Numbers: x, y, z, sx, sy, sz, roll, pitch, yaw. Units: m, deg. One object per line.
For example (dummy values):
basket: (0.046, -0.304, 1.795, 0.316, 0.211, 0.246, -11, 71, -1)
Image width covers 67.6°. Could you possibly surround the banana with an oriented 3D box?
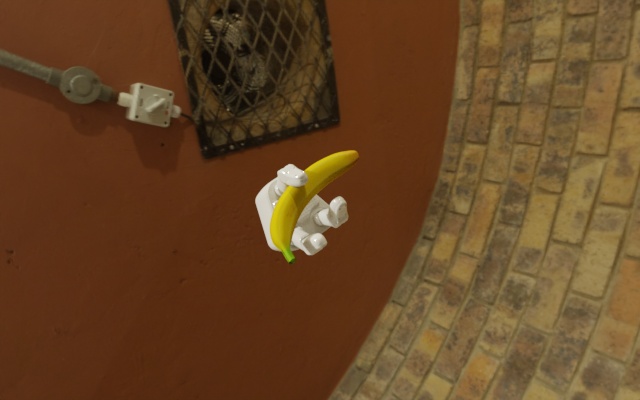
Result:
banana: (-0.018, -0.003, 0.678, 0.069, 0.197, 0.037, 27, -22, 12)
